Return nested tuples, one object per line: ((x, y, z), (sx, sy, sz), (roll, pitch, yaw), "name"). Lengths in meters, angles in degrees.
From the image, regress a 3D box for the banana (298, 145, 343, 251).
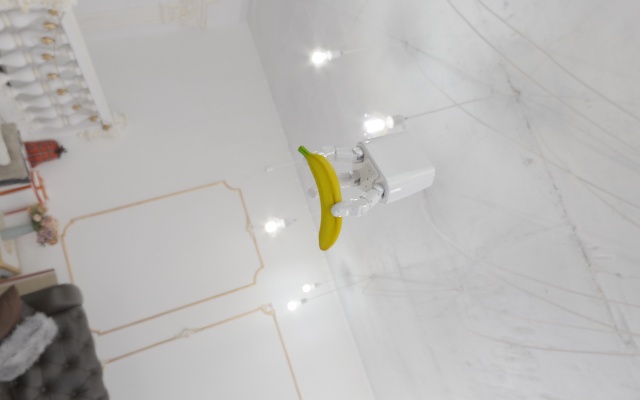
((0.009, 0.004, 0.801), (0.037, 0.198, 0.069), (-22, 24, -27), "banana")
